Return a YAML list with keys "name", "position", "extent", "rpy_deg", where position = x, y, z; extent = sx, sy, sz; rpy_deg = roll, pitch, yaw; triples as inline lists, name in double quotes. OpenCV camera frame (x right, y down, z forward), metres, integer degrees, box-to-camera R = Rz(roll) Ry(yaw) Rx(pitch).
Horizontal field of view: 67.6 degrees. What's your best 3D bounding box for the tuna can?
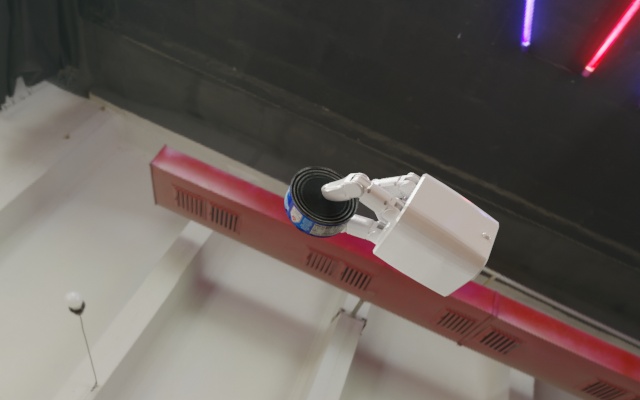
- name: "tuna can"
  position: [0.000, 0.002, 0.580]
  extent: [0.086, 0.086, 0.034]
  rpy_deg: [0, -35, -24]
